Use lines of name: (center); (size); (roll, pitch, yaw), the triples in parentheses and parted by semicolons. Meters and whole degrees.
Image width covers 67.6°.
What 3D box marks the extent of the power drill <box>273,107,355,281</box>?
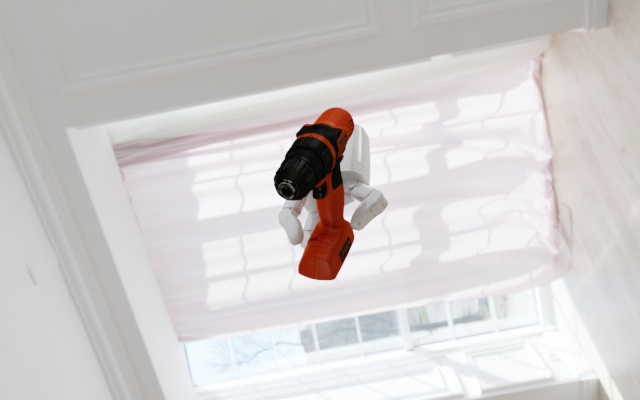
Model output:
power drill: (0.000, 0.002, 0.571); (0.057, 0.188, 0.184); (10, 34, 18)
